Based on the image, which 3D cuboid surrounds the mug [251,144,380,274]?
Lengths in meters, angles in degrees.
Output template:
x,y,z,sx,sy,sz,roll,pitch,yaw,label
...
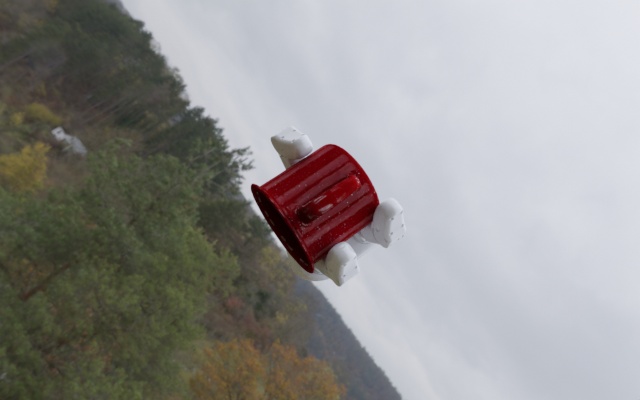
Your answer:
x,y,z,sx,sy,sz,roll,pitch,yaw,label
0.000,0.001,0.410,0.081,0.093,0.117,-34,-1,-14,mug
